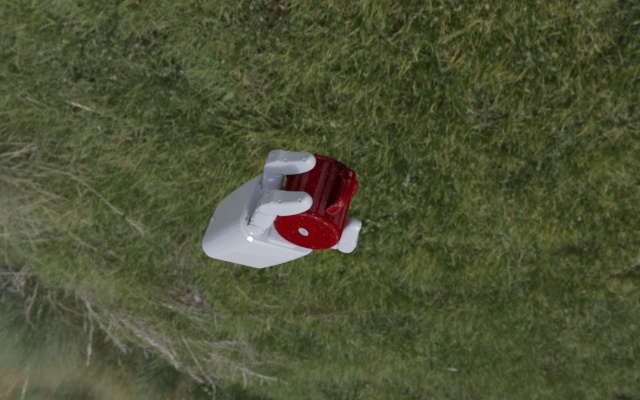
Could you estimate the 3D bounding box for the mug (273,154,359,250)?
[{"bbox_3d":[0.001,0.002,0.560,0.093,0.081,0.117,35,-38,-26],"label":"mug"}]
